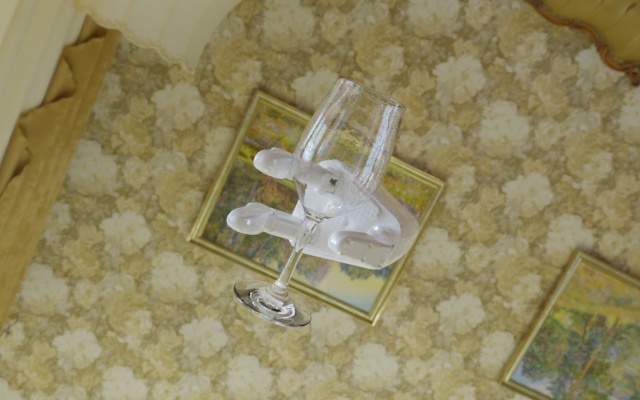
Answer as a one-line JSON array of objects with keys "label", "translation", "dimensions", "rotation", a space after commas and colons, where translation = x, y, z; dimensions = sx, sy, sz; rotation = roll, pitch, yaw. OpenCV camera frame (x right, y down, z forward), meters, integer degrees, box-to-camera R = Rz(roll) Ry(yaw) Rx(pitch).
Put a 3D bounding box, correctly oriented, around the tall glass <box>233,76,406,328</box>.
[{"label": "tall glass", "translation": [0.000, 0.002, 0.404], "dimensions": [0.079, 0.201, 0.079], "rotation": [25, 9, -4]}]
